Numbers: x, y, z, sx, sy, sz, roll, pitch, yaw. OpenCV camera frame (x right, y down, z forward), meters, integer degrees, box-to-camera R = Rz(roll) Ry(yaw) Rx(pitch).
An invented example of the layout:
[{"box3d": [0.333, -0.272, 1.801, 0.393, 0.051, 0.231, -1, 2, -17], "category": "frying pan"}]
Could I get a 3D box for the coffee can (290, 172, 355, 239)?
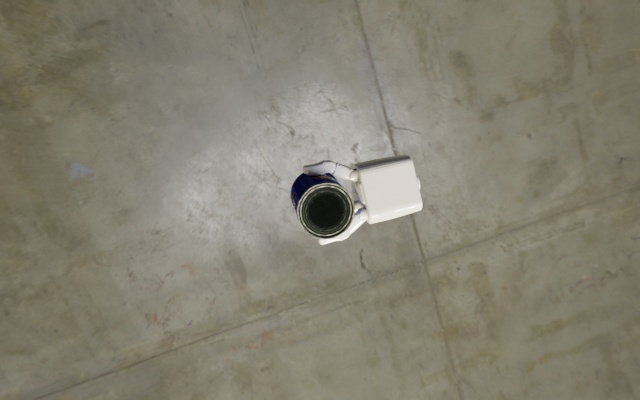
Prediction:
[{"box3d": [0.000, 0.003, 0.895, 0.103, 0.103, 0.140, 0, 14, -8], "category": "coffee can"}]
